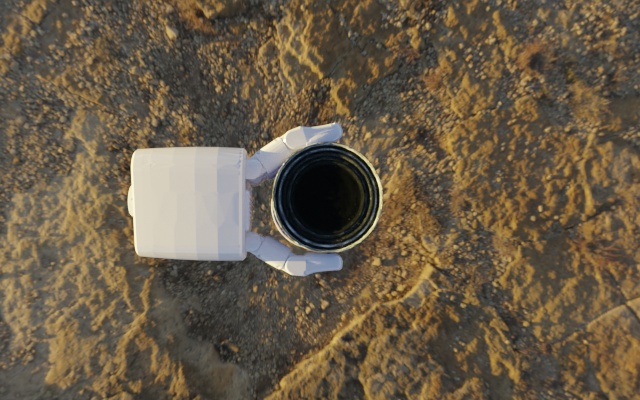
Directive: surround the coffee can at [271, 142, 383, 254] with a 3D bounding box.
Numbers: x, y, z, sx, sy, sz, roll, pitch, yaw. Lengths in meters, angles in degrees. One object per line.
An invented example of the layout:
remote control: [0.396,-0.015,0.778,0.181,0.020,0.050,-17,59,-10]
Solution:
coffee can: [0.000,0.002,0.502,0.103,0.103,0.140,0,-4,-6]
